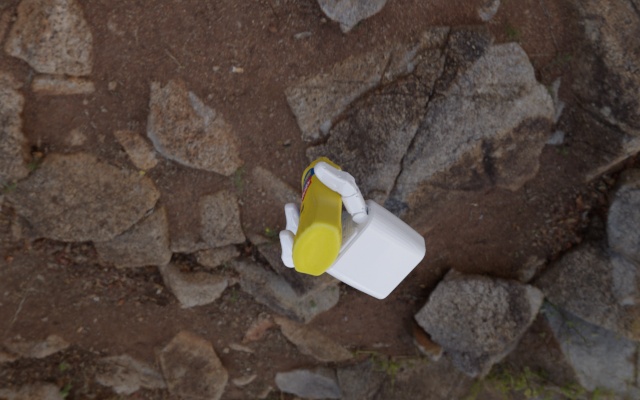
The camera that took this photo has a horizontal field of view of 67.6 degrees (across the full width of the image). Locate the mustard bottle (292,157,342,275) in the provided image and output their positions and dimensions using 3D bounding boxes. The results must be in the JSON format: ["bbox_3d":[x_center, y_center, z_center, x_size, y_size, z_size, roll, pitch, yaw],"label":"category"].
[{"bbox_3d":[0.000,0.002,0.658,0.058,0.096,0.191,13,41,-6],"label":"mustard bottle"}]
